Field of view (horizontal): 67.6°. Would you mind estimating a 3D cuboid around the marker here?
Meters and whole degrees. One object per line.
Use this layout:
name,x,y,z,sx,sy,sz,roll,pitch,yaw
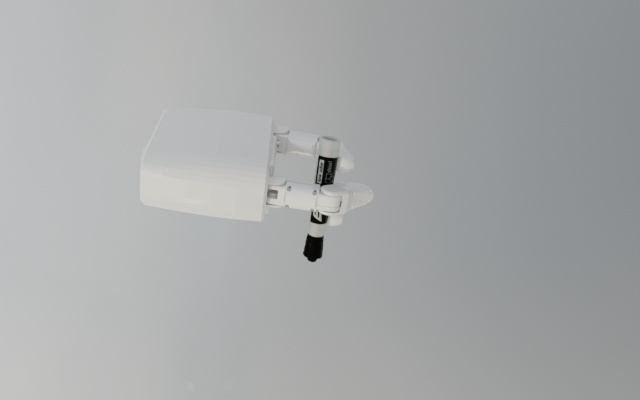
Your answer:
marker,0.000,0.001,0.438,0.020,0.121,0.020,8,21,-3
